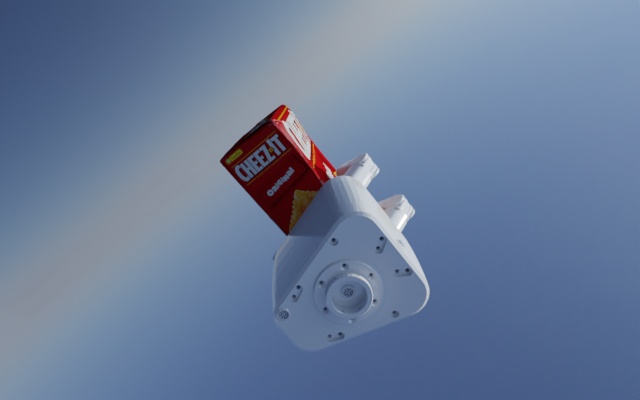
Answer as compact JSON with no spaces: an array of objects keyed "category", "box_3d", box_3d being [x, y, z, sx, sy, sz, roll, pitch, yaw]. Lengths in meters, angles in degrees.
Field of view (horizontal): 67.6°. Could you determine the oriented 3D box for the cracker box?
[{"category":"cracker box","box_3d":[0.000,0.002,0.521,0.072,0.214,0.164,-38,13,9]}]
